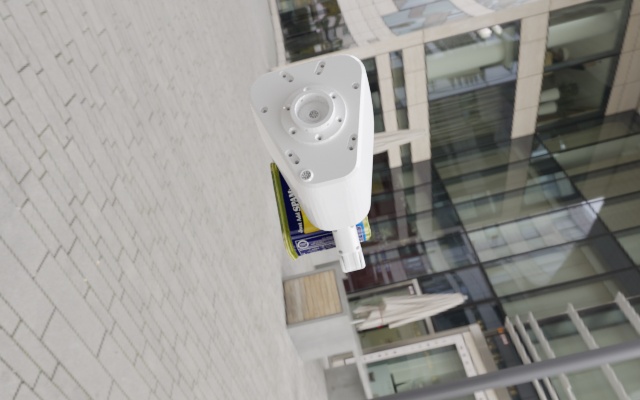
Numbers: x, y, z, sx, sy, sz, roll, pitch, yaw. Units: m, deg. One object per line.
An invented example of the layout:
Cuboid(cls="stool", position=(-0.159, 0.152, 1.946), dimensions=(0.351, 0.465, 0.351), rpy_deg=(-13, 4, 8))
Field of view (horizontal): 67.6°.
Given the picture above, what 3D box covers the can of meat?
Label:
Cuboid(cls="can of meat", position=(0.000, 0.002, 0.492), dimensions=(0.084, 0.102, 0.057), rpy_deg=(-14, -23, 3))
